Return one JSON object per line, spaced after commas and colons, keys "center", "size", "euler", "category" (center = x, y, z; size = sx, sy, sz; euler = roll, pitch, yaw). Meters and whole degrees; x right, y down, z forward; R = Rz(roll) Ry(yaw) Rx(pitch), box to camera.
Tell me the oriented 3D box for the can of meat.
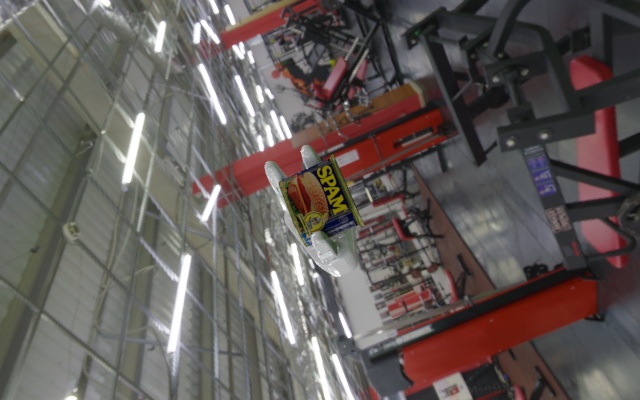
{"center": [0.000, 0.002, 0.643], "size": [0.084, 0.102, 0.057], "euler": [-24, -20, 5], "category": "can of meat"}
